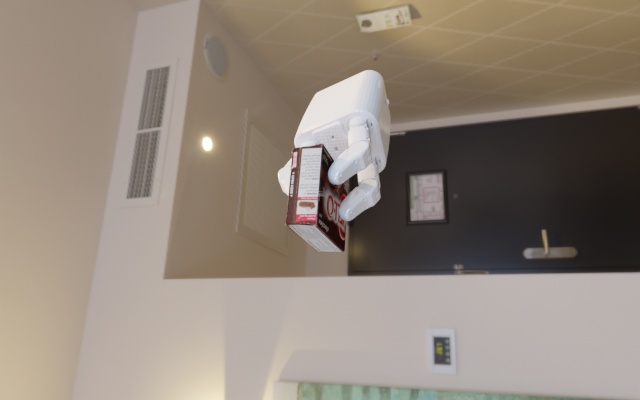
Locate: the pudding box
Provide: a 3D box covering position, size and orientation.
[{"bbox_3d":[0.000,0.002,0.530,0.039,0.090,0.113,-4,-20,19],"label":"pudding box"}]
